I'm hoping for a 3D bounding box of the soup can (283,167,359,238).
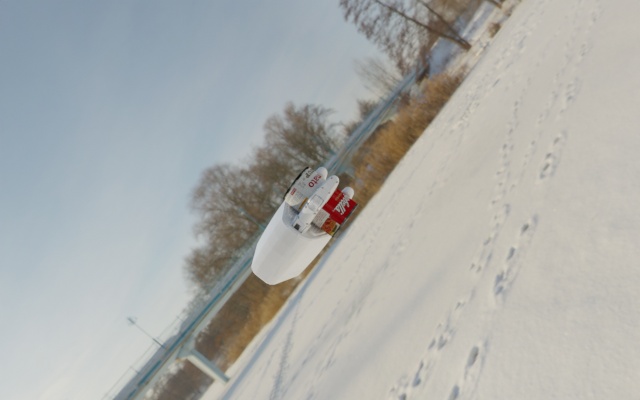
[{"bbox_3d":[0.000,0.002,0.758,0.102,0.068,0.068,37,2,3],"label":"soup can"}]
